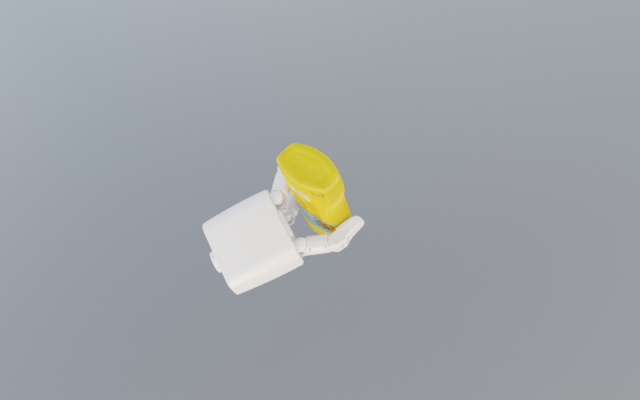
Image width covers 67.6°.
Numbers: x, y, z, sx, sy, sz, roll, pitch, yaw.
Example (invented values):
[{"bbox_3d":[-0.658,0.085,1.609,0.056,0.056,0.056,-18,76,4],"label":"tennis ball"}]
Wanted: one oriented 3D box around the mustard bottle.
[{"bbox_3d":[0.000,0.002,0.692,0.096,0.058,0.192,34,-17,26],"label":"mustard bottle"}]
